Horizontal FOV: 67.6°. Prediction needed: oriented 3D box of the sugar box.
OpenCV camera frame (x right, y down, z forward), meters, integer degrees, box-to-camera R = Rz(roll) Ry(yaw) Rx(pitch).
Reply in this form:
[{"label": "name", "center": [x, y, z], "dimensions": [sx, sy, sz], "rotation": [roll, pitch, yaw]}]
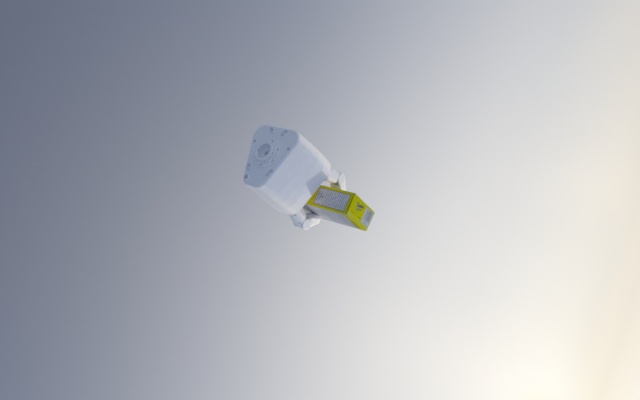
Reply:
[{"label": "sugar box", "center": [0.000, 0.002, 0.861], "dimensions": [0.176, 0.048, 0.093], "rotation": [18, -13, 34]}]
